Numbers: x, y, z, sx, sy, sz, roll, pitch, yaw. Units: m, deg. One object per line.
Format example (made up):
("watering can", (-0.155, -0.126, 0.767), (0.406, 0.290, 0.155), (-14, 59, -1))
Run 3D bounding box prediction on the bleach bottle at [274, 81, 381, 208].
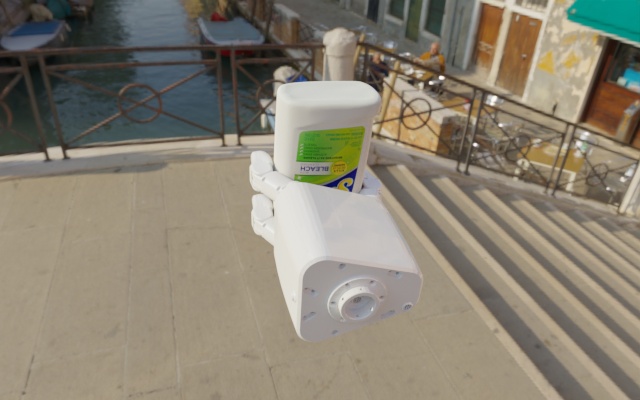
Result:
("bleach bottle", (0.000, 0.002, 0.521), (0.102, 0.251, 0.068), (-5, 33, -13))
